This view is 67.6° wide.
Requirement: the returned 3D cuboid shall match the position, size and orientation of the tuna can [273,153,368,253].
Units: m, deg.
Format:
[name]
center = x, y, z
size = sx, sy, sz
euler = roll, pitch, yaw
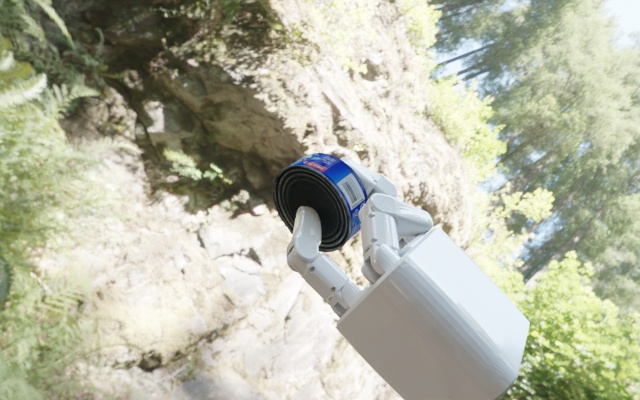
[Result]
[tuna can]
center = 0.000, 0.001, 0.427
size = 0.086, 0.086, 0.033
euler = 0, 27, 42
